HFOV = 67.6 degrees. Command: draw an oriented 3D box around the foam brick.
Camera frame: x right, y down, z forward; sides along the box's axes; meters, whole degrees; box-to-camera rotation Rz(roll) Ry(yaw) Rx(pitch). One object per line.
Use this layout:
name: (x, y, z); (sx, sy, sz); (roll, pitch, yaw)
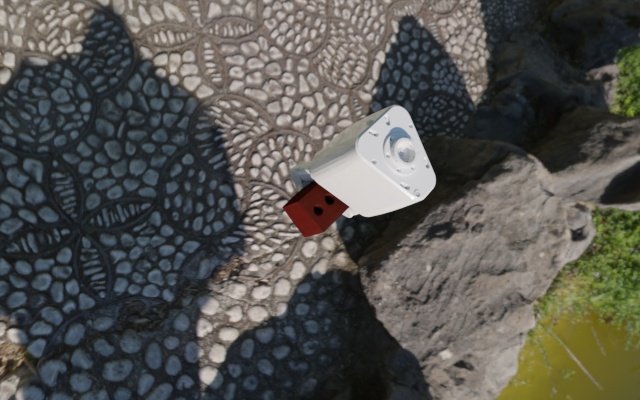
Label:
foam brick: (0.000, 0.002, 0.625); (0.078, 0.053, 0.051); (-44, 13, -27)
